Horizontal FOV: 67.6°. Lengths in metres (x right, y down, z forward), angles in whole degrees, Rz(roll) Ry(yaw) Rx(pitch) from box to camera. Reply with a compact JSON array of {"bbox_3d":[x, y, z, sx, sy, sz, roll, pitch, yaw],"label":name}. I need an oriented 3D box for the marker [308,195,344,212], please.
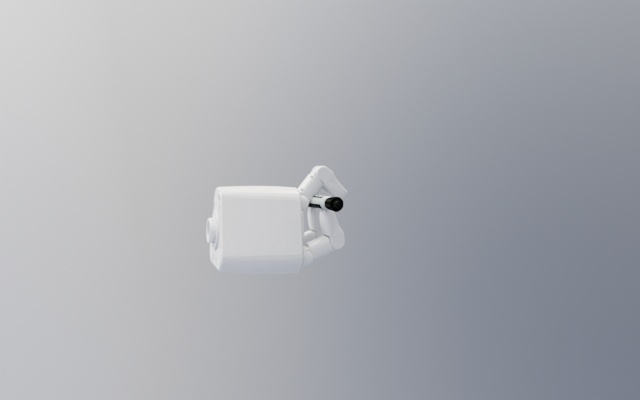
[{"bbox_3d":[0.000,0.002,0.635,0.020,0.020,0.121,0,3,-21],"label":"marker"}]
